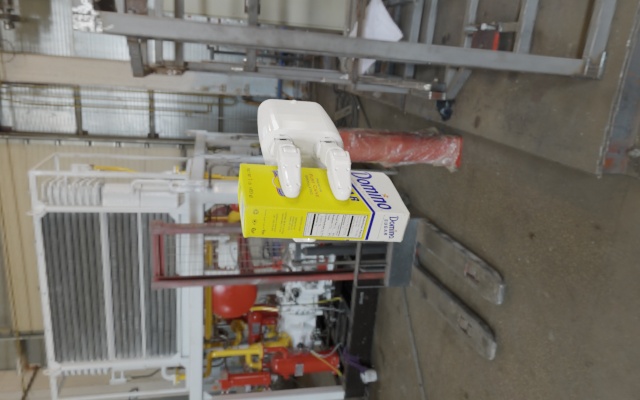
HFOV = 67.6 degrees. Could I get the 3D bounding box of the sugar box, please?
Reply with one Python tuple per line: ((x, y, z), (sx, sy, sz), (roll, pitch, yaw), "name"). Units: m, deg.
((0.000, 0.001, 0.529), (0.176, 0.048, 0.093), (0, 33, -14), "sugar box")
